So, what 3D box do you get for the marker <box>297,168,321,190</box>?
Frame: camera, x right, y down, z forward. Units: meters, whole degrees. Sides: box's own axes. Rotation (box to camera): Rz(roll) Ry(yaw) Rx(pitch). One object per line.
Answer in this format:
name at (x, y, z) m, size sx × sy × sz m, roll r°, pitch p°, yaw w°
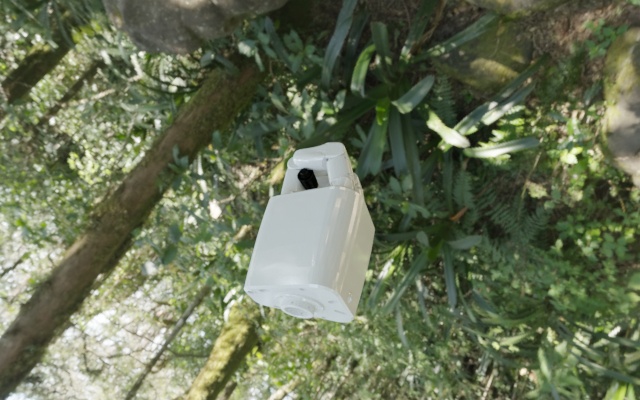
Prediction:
marker at (0.000, 0.002, 0.556) m, size 0.020 × 0.020 × 0.121 m, roll 0°, pitch -33°, yaw 21°
